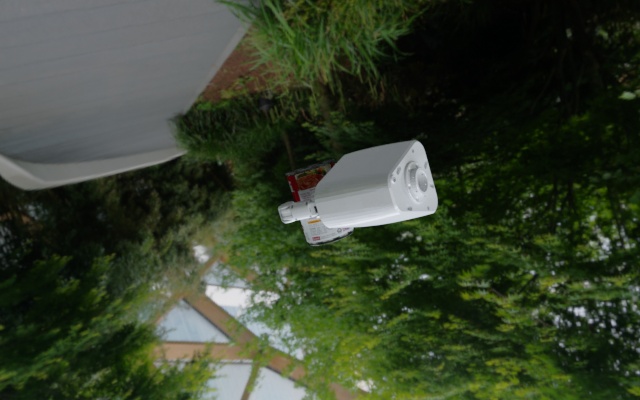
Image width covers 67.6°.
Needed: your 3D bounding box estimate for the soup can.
[{"bbox_3d":[0.000,0.003,0.645,0.068,0.102,0.068,-17,7,2],"label":"soup can"}]
